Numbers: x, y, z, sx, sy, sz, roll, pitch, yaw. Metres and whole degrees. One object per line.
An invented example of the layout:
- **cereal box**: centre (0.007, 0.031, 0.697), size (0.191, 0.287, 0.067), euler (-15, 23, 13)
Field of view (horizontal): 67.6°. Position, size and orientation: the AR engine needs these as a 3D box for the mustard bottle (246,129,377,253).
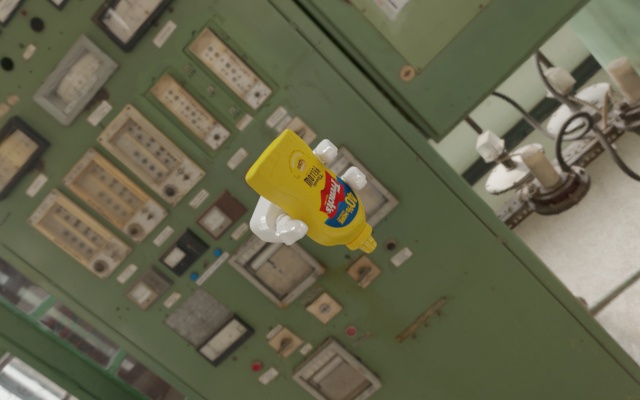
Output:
- **mustard bottle**: centre (0.000, 0.002, 0.620), size (0.058, 0.192, 0.096), euler (-35, 18, 43)
